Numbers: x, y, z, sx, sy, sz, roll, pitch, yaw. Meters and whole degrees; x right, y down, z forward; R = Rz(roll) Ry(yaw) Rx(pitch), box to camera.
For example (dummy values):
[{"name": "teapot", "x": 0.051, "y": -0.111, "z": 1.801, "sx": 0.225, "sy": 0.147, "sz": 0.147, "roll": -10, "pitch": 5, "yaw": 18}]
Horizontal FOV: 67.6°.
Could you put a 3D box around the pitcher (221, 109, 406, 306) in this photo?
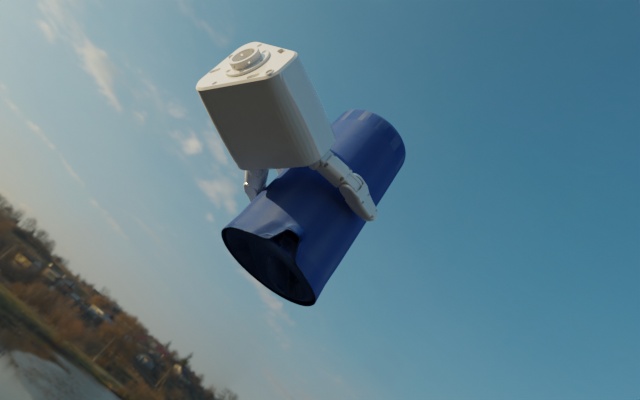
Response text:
[{"name": "pitcher", "x": 0.000, "y": 0.002, "z": 0.599, "sx": 0.149, "sy": 0.145, "sz": 0.242, "roll": 13, "pitch": 52, "yaw": 41}]
